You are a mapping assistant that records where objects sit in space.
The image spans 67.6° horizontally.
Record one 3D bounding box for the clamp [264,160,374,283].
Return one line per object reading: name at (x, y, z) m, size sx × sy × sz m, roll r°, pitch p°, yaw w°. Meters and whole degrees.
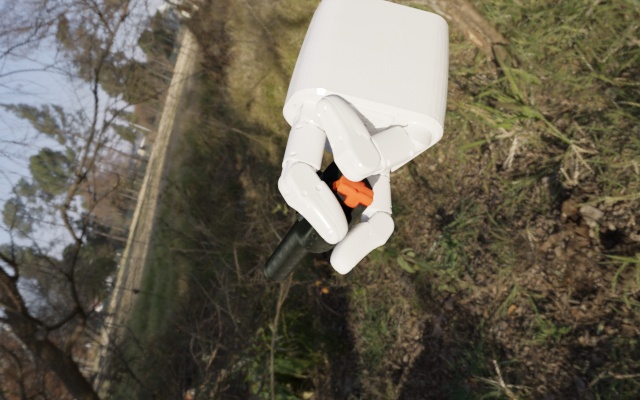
clamp at (0.000, 0.001, 0.414) m, size 0.039 × 0.120 × 0.171 m, roll 21°, pitch -26°, yaw -18°
